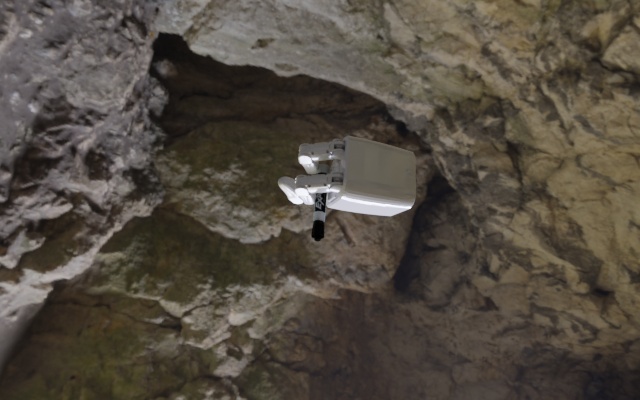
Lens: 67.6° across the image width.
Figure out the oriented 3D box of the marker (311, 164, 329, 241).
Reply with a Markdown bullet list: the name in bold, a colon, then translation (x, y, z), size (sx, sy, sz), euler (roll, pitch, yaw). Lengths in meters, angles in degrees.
- **marker**: translation (0.000, 0.002, 0.698), size (0.020, 0.121, 0.020), euler (4, -27, 2)
